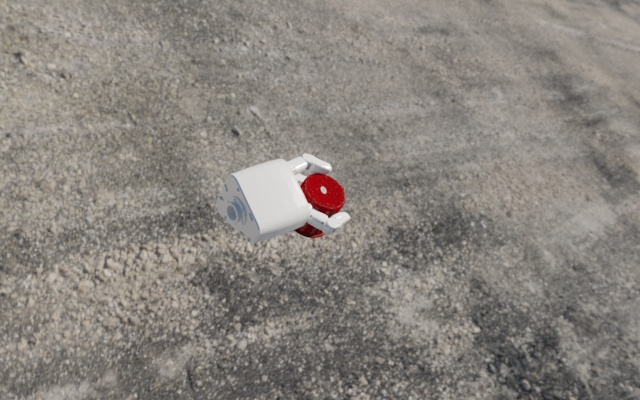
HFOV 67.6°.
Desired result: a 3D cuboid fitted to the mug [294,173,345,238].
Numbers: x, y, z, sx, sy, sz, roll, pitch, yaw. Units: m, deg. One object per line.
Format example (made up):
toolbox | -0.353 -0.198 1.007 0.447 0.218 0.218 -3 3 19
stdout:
mug | 0.001 0.002 0.854 0.117 0.093 0.081 -23 -23 -42
